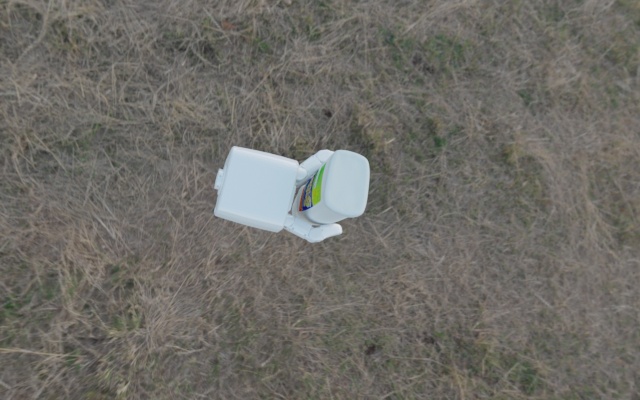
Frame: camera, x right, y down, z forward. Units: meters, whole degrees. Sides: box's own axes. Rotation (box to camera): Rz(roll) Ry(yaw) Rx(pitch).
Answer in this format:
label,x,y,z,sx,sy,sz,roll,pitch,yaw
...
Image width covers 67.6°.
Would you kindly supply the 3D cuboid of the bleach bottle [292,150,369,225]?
label,x,y,z,sx,sy,sz,roll,pitch,yaw
bleach bottle,0.000,0.003,0.801,0.068,0.102,0.251,15,-19,-15
